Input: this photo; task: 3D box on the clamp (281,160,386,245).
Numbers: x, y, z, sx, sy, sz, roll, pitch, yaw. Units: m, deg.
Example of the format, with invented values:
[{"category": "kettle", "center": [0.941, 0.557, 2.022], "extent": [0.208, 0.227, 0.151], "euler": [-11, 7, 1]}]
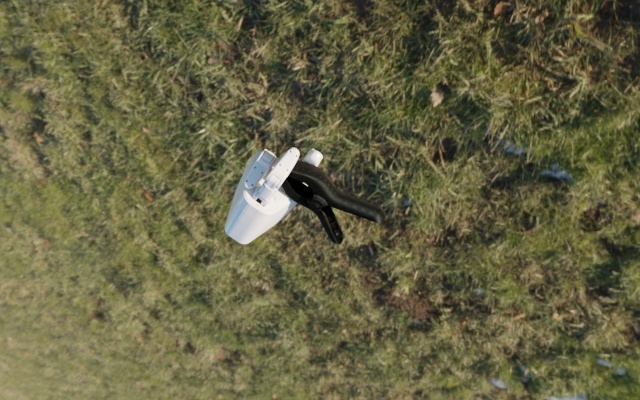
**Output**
[{"category": "clamp", "center": [0.000, 0.003, 0.711], "extent": [0.171, 0.039, 0.120], "euler": [35, -44, -5]}]
